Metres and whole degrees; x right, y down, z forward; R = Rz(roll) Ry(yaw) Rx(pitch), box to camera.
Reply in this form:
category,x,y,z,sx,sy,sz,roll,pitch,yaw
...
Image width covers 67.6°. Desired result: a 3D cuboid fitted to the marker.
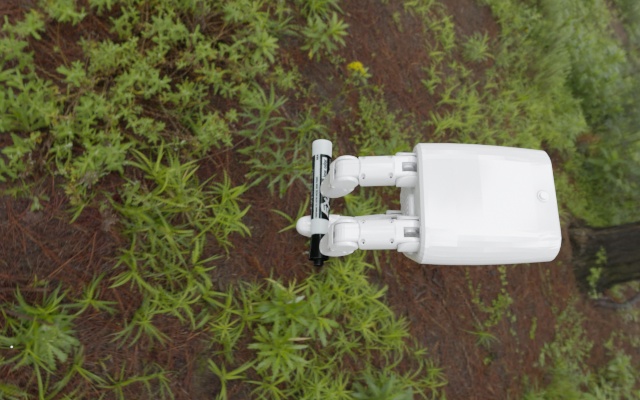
category,x,y,z,sx,sy,sz,roll,pitch,yaw
marker,0.000,0.001,0.447,0.020,0.121,0.020,1,-18,0
